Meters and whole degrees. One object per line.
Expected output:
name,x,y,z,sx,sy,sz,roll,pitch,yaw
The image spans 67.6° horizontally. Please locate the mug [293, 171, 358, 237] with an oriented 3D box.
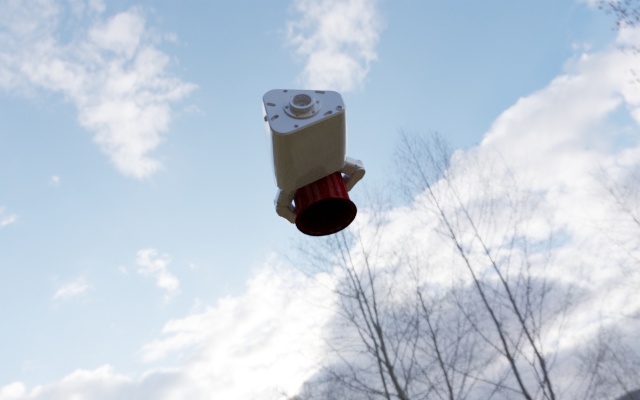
mug,0.000,0.003,0.726,0.093,0.081,0.117,-9,-38,-8
